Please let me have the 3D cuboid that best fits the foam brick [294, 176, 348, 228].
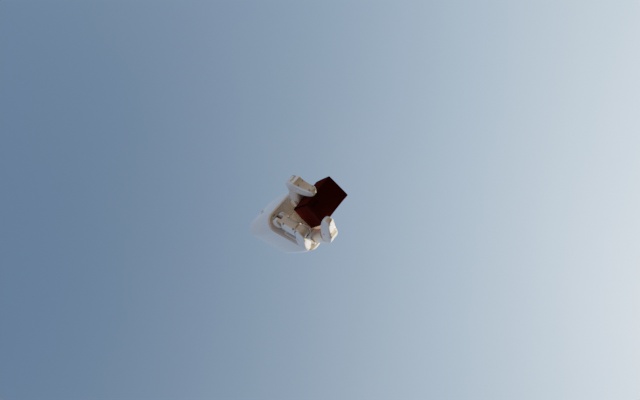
[{"bbox_3d":[0.000,0.003,0.878,0.078,0.053,0.051,-50,14,-28],"label":"foam brick"}]
